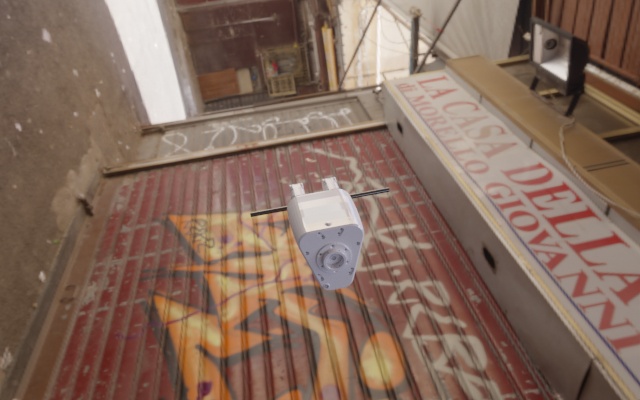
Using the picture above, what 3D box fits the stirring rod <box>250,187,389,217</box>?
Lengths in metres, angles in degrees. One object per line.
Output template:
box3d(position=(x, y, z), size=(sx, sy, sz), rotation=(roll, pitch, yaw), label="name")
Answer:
box3d(position=(0.000, 0.003, 0.813), size=(0.239, 0.011, 0.011), rotation=(-10, 1, -5), label="stirring rod")
